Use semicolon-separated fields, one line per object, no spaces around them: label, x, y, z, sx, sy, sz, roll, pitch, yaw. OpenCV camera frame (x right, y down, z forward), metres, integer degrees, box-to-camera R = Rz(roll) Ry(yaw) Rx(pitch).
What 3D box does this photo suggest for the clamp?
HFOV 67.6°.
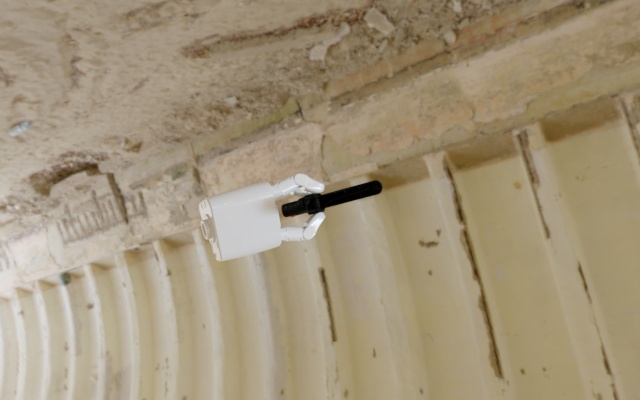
clamp;0.000;0.004;0.850;0.164;0.036;0.210;-13;-2;-25
